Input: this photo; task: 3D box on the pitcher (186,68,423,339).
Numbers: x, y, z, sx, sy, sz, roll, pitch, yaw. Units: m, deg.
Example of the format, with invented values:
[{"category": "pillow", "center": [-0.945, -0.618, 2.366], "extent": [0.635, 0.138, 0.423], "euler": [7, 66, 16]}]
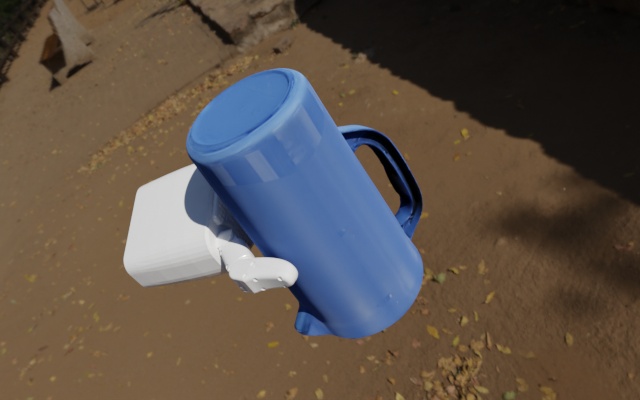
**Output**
[{"category": "pitcher", "center": [0.000, 0.002, 0.435], "extent": [0.145, 0.149, 0.243], "euler": [-15, -49, 22]}]
